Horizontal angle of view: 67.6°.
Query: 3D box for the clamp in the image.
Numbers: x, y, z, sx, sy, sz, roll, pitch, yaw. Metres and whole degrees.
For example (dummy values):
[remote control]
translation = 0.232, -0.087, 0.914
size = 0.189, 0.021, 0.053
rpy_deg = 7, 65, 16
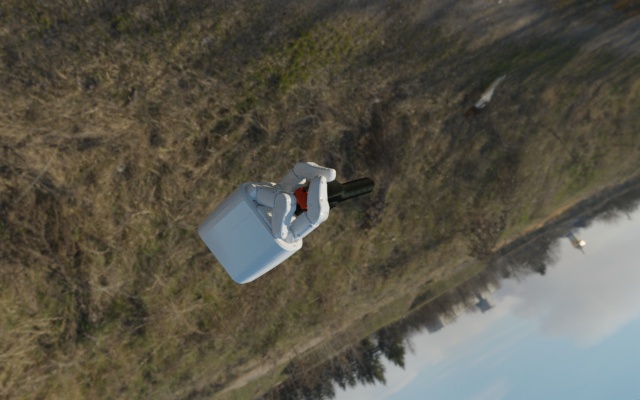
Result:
[clamp]
translation = 0.000, 0.003, 0.710
size = 0.120, 0.039, 0.171
rpy_deg = -38, -18, 27
